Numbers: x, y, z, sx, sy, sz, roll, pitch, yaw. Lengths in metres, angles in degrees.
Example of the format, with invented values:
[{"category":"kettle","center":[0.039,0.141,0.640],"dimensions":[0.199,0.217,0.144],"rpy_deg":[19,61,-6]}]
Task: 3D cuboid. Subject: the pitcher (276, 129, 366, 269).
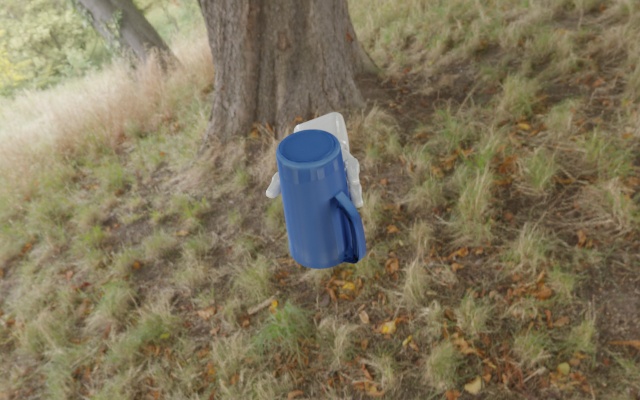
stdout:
[{"category":"pitcher","center":[0.000,0.003,0.851],"dimensions":[0.149,0.243,0.145],"rpy_deg":[-4,42,4]}]
